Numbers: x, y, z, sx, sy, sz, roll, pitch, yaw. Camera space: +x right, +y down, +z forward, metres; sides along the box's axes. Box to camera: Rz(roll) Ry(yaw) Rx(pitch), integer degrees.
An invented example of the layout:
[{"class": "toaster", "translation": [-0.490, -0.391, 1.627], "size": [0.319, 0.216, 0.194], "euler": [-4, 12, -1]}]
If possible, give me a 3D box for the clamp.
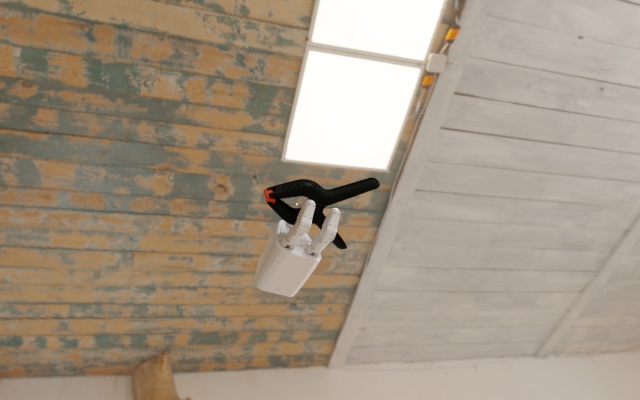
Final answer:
[{"class": "clamp", "translation": [-0.001, 0.002, 0.883], "size": [0.210, 0.165, 0.036], "euler": [19, 25, -27]}]
